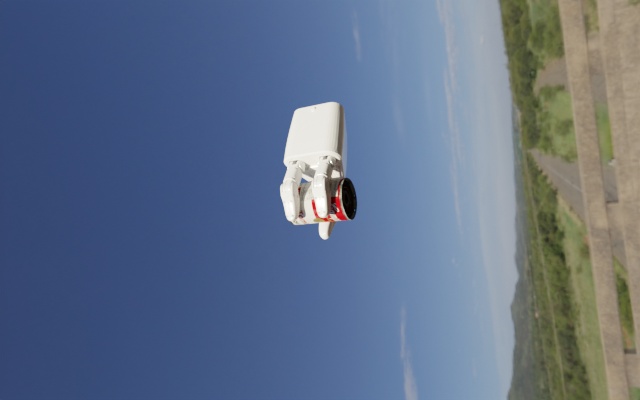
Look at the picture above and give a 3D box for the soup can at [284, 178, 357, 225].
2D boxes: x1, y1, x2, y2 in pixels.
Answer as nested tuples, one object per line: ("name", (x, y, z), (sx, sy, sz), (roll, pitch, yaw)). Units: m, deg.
("soup can", (0.000, 0.003, 0.777), (0.102, 0.068, 0.068), (-7, -3, 24))
